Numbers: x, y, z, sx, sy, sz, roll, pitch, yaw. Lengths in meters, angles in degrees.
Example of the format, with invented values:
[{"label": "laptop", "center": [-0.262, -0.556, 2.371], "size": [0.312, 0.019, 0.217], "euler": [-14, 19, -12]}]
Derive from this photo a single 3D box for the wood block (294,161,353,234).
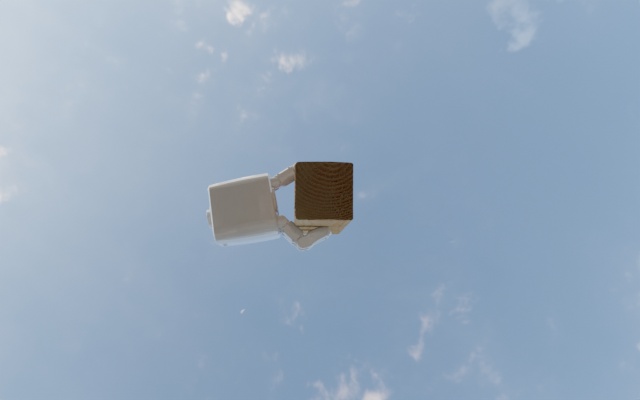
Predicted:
[{"label": "wood block", "center": [0.000, 0.002, 0.813], "size": [0.090, 0.091, 0.206], "euler": [0, -9, -4]}]
